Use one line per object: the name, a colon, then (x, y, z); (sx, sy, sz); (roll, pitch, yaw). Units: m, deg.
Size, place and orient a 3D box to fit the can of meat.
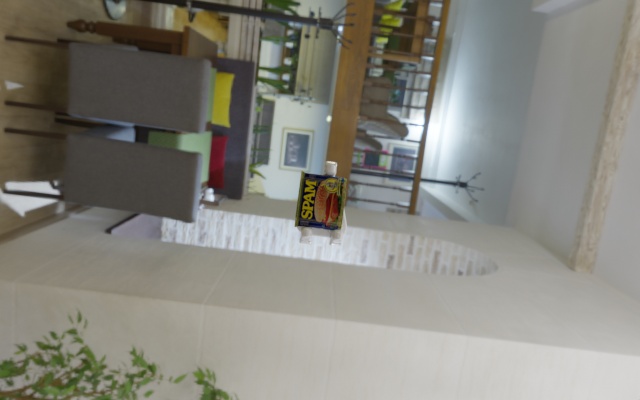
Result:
can of meat: (0.000, 0.003, 0.865); (0.084, 0.102, 0.057); (7, -6, -2)
